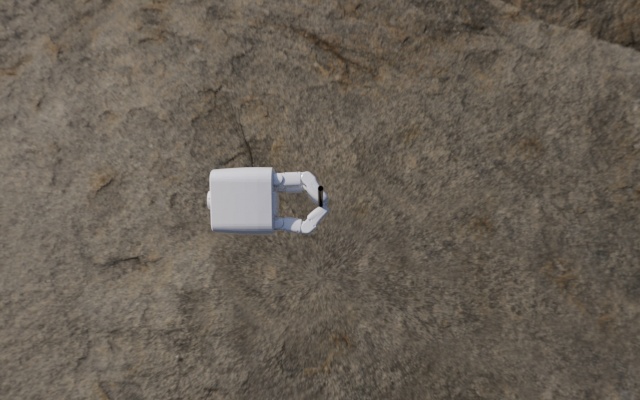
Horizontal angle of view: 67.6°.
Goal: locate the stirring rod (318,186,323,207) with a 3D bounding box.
[{"bbox_3d":[0.000,0.003,0.783,0.011,0.011,0.239,0,-9,0],"label":"stirring rod"}]
